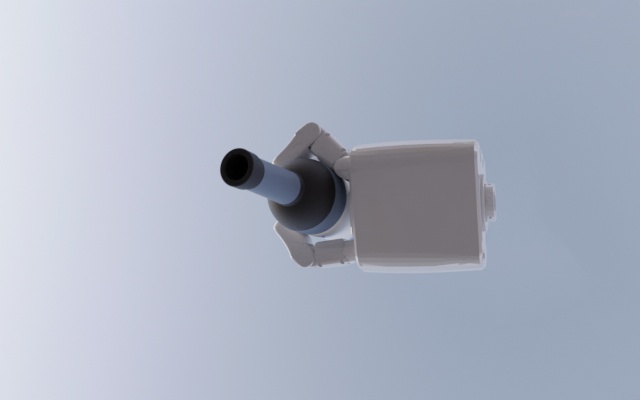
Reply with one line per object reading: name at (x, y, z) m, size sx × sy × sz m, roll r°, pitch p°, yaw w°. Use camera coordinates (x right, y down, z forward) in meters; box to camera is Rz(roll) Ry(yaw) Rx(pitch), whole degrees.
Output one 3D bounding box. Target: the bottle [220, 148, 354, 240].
bottle at (0.000, 0.002, 0.458) m, size 0.069 × 0.069 × 0.296 m, roll 0°, pitch -10°, yaw 23°
